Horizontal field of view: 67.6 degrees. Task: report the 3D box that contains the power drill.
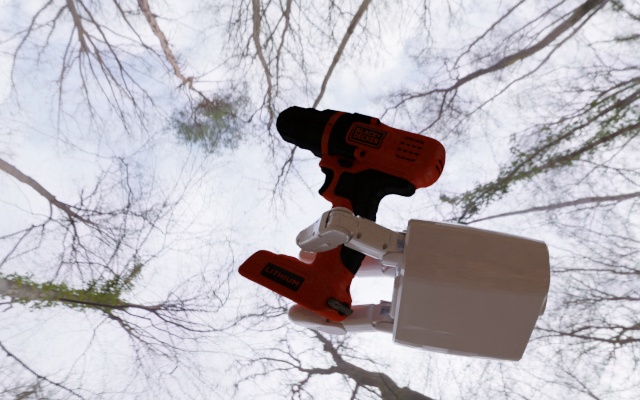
[{"bbox_3d":[0.000,0.002,0.447,0.184,0.187,0.057,20,-11,33],"label":"power drill"}]
